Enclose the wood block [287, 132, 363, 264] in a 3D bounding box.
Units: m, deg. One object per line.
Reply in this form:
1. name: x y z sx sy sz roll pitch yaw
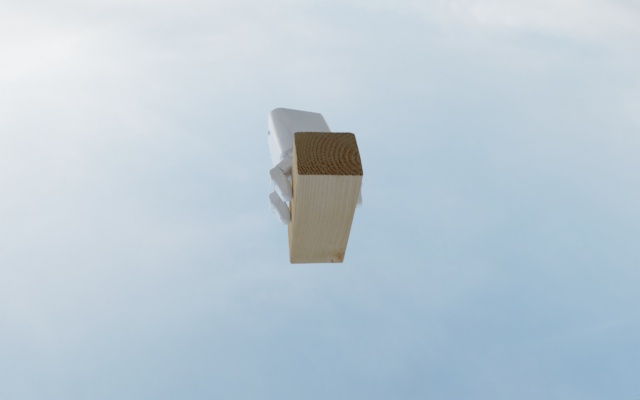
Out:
1. wood block: 0.000 0.002 0.733 0.091 0.090 0.206 -1 -41 -8
